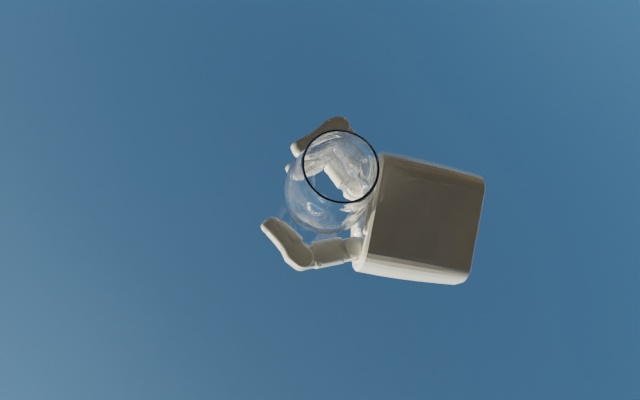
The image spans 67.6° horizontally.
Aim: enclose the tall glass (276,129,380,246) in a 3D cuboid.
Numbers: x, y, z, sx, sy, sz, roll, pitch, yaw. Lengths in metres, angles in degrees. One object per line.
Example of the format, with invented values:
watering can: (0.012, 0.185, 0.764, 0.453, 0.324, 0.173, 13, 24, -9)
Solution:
tall glass: (0.000, 0.002, 0.462, 0.079, 0.079, 0.201, 0, -17, -9)
